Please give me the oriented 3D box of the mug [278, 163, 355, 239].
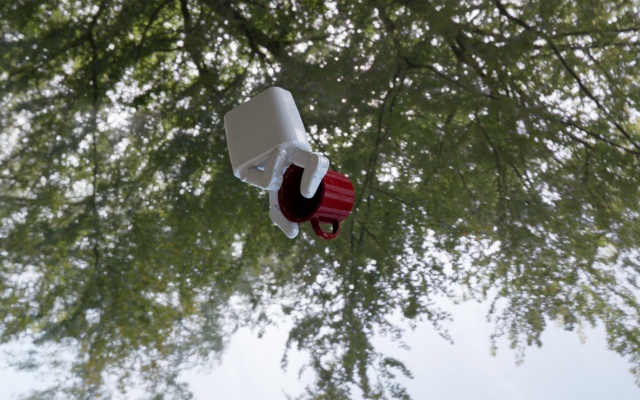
[{"bbox_3d":[0.001,0.004,0.708,0.093,0.117,0.081,-33,-28,32],"label":"mug"}]
